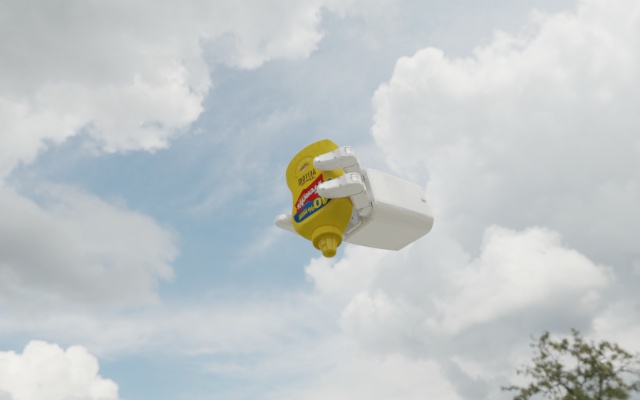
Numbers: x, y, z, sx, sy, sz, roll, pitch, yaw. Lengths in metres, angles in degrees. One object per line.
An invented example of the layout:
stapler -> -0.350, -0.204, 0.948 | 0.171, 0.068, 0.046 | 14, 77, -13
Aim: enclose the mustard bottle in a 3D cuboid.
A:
mustard bottle -> 0.000, 0.002, 0.685 | 0.096, 0.191, 0.058 | -34, -48, 22
